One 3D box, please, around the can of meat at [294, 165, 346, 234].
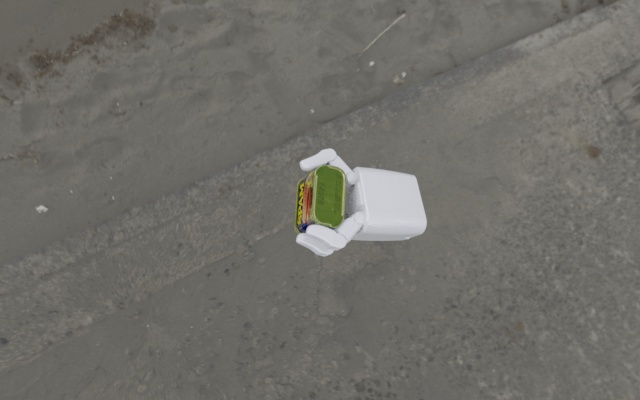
[{"bbox_3d":[0.000,0.002,0.747,0.057,0.102,0.084,9,-17,-18],"label":"can of meat"}]
